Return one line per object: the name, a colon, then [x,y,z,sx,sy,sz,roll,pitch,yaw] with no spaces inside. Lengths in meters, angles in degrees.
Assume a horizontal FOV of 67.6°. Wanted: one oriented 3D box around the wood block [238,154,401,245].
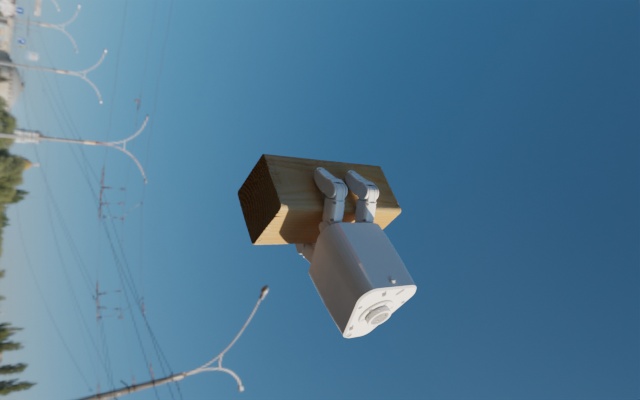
wood block: [0.000,0.003,0.684,0.206,0.090,0.091,3,-37,-36]
